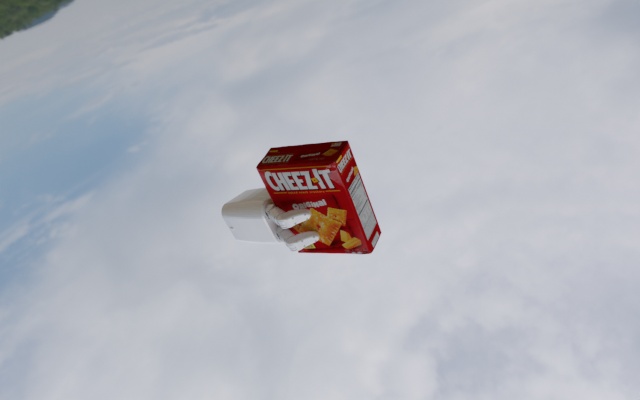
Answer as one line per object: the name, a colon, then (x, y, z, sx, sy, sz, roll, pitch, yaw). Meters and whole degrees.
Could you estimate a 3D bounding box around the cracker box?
cracker box: (0.000, 0.003, 0.874, 0.164, 0.214, 0.072, -2, 39, 30)
